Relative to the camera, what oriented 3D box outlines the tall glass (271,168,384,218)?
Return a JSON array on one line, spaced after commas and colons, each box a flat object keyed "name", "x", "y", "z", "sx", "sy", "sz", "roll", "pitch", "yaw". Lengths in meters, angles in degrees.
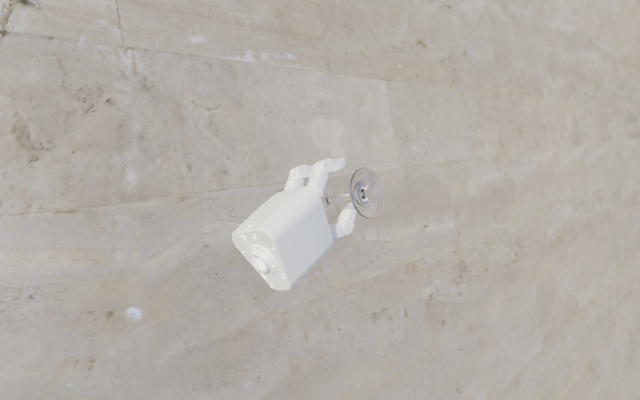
[{"name": "tall glass", "x": 0.001, "y": 0.002, "z": 0.760, "sx": 0.079, "sy": 0.079, "sz": 0.201, "roll": 0, "pitch": -8, "yaw": -43}]
